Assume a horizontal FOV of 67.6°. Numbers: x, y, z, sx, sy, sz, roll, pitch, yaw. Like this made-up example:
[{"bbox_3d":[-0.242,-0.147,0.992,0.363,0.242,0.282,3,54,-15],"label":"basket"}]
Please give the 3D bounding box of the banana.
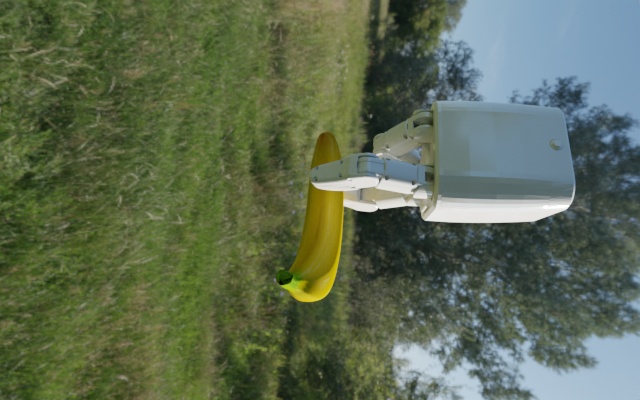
[{"bbox_3d":[0.000,0.018,0.416,0.037,0.070,0.197,3,39,7],"label":"banana"}]
